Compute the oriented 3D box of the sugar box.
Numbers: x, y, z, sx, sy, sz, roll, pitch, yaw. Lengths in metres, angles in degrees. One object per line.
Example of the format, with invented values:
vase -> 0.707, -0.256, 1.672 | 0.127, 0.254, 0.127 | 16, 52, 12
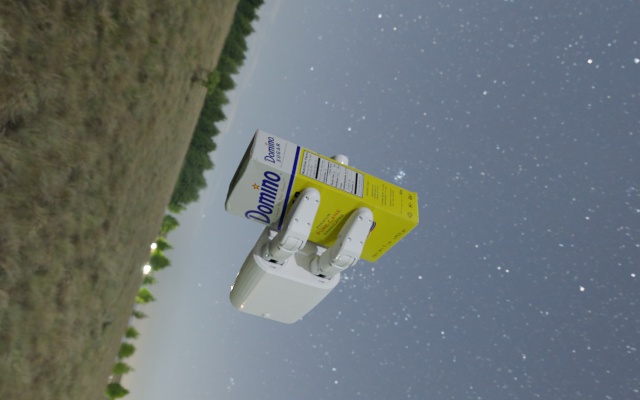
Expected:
sugar box -> 0.000, 0.002, 0.482 | 0.176, 0.048, 0.093 | 18, -40, -17
